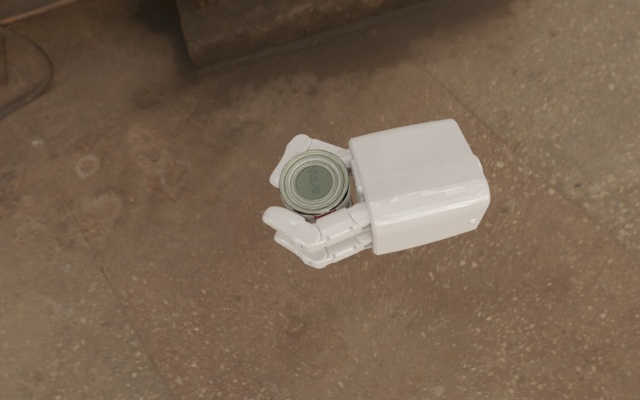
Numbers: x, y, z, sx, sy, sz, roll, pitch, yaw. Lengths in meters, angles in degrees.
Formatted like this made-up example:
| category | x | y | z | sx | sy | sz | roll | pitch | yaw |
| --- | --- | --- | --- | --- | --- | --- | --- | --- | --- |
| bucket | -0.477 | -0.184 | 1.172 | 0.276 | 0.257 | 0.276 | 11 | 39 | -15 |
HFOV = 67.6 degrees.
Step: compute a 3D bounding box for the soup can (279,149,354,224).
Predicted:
| category | x | y | z | sx | sy | sz | roll | pitch | yaw |
| --- | --- | --- | --- | --- | --- | --- | --- | --- | --- |
| soup can | 0.000 | 0.001 | 0.480 | 0.068 | 0.068 | 0.102 | 0 | -23 | 7 |
